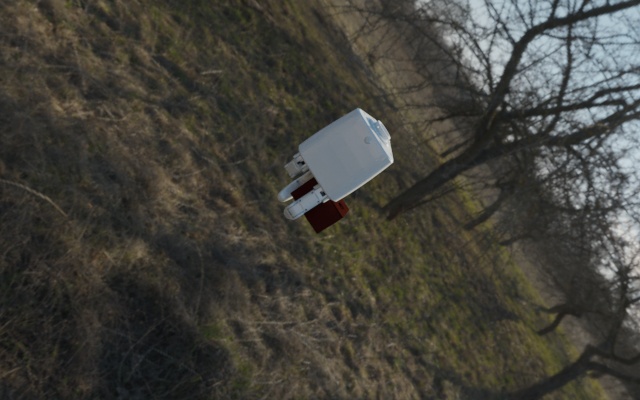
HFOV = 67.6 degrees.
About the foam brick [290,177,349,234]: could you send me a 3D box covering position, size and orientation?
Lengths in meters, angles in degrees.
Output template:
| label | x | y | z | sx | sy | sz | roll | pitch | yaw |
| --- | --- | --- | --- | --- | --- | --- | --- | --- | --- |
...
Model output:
| label | x | y | z | sx | sy | sz | roll | pitch | yaw |
| --- | --- | --- | --- | --- | --- | --- | --- | --- | --- |
| foam brick | 0.000 | 0.003 | 0.743 | 0.051 | 0.078 | 0.053 | -32 | 3 | 18 |
